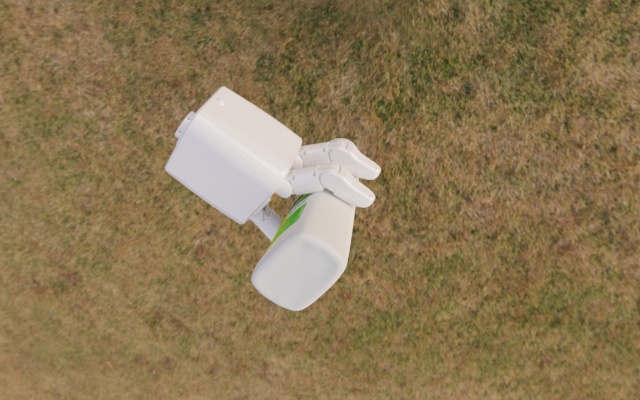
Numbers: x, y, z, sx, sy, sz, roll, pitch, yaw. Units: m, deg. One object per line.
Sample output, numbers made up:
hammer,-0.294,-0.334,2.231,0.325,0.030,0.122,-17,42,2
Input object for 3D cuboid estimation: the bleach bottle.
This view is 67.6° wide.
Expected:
bleach bottle,0.000,0.002,0.550,0.068,0.103,0.250,36,33,-12
